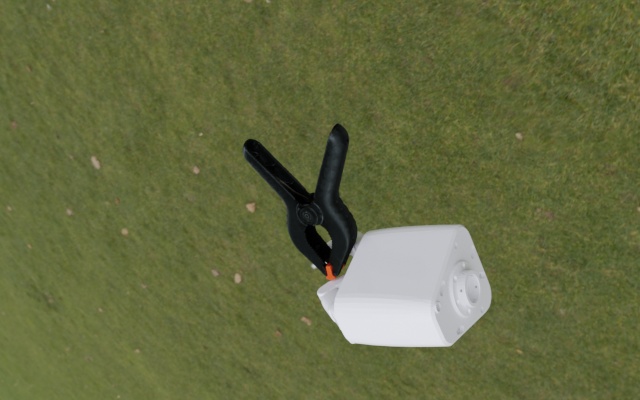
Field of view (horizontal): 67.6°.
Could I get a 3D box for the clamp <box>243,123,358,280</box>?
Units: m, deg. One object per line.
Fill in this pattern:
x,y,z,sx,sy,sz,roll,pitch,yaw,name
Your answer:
0.000,0.002,0.487,0.120,0.171,0.039,-11,24,41,clamp
